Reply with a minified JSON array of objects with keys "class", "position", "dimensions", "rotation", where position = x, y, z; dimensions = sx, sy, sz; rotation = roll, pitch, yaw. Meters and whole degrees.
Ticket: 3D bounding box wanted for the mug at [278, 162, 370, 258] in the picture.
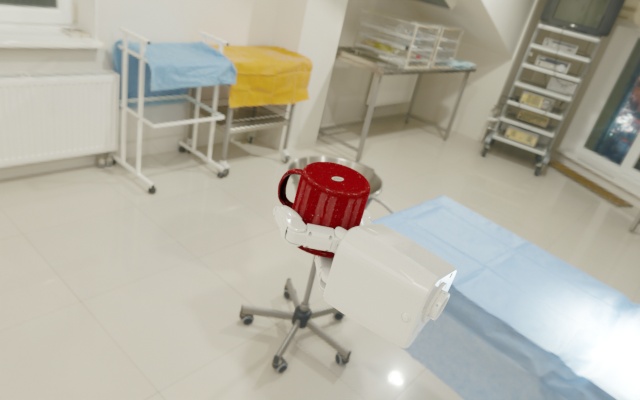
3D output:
[{"class":"mug","position":[-0.001,0.001,0.563],"dimensions":[0.117,0.081,0.093],"rotation":[29,31,24]}]
